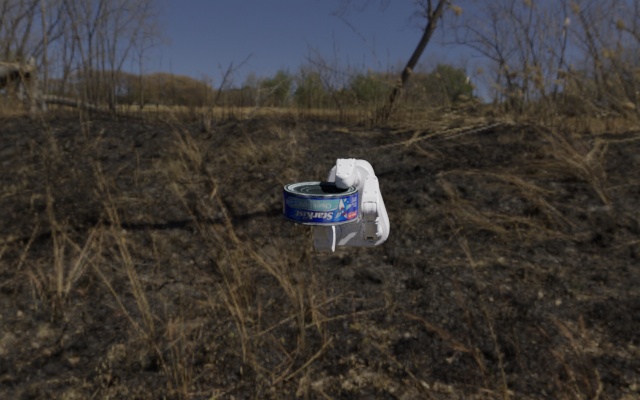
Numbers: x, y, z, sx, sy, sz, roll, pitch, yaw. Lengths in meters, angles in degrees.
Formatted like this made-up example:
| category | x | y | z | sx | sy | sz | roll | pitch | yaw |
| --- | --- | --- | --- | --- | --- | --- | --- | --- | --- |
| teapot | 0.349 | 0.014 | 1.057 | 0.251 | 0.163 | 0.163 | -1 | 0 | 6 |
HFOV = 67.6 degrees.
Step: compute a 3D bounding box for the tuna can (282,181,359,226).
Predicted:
| category | x | y | z | sx | sy | sz | roll | pitch | yaw |
| --- | --- | --- | --- | --- | --- | --- | --- | --- | --- |
| tuna can | 0.000 | 0.001 | 0.537 | 0.086 | 0.034 | 0.086 | 1 | 12 | 0 |
